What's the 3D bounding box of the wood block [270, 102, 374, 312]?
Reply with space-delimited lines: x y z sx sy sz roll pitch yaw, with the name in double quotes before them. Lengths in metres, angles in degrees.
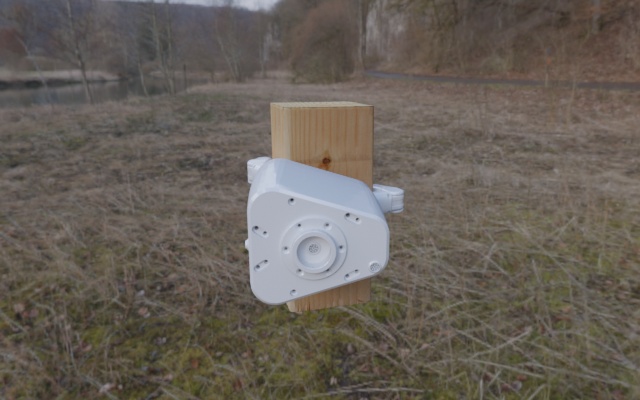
"wood block" 0.000 0.002 0.511 0.091 0.206 0.090 -4 15 -14
